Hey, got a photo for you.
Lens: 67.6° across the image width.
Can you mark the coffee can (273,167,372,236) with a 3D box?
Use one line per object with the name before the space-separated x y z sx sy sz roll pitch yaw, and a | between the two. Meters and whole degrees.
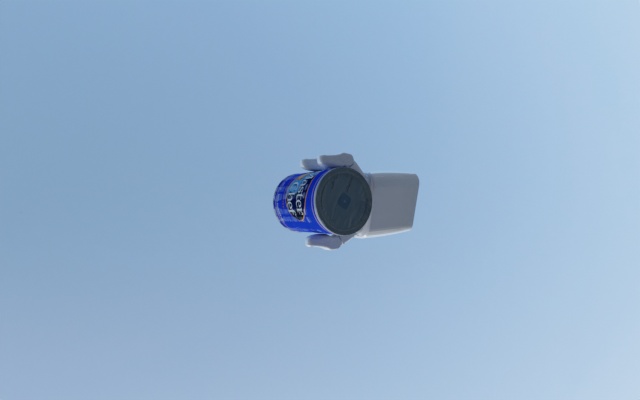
coffee can | 0.000 0.003 0.766 0.103 0.103 0.140 0 -1 -32
